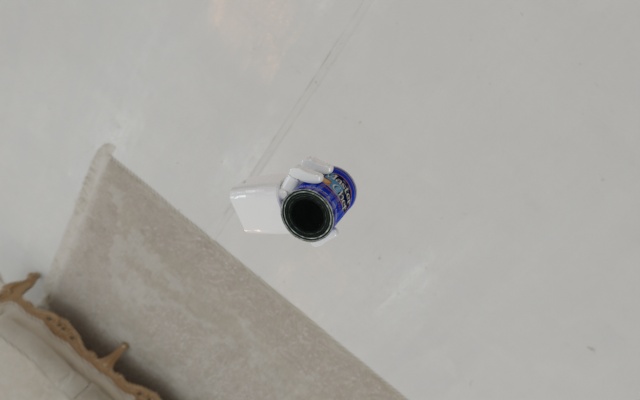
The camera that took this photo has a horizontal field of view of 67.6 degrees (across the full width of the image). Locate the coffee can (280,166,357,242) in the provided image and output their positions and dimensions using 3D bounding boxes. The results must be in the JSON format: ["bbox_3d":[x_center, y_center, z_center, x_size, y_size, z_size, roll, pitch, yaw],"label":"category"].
[{"bbox_3d":[0.000,0.003,0.898,0.103,0.103,0.140,0,21,22],"label":"coffee can"}]
